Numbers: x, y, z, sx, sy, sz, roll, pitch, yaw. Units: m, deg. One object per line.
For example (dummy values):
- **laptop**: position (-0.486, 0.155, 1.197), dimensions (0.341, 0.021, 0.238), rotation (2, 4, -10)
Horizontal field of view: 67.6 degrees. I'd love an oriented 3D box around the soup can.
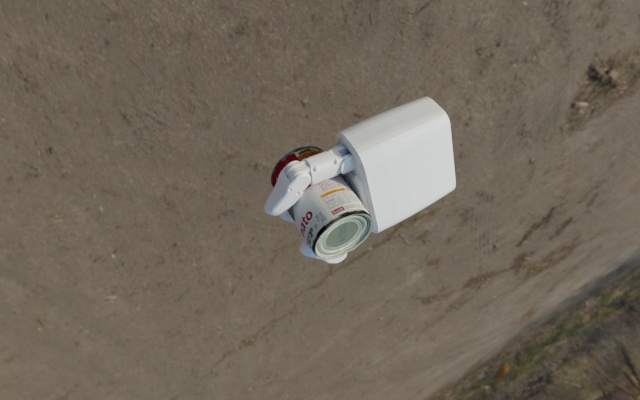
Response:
- **soup can**: position (0.000, 0.002, 0.490), dimensions (0.068, 0.068, 0.102), rotation (0, 43, -39)
